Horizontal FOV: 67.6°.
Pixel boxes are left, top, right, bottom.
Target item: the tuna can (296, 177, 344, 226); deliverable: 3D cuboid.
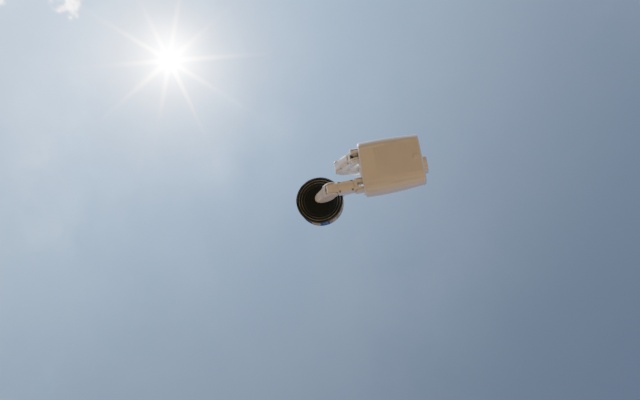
[{"bbox_3d":[0.000,0.003,0.879,0.086,0.086,0.034,0,-14,7],"label":"tuna can"}]
